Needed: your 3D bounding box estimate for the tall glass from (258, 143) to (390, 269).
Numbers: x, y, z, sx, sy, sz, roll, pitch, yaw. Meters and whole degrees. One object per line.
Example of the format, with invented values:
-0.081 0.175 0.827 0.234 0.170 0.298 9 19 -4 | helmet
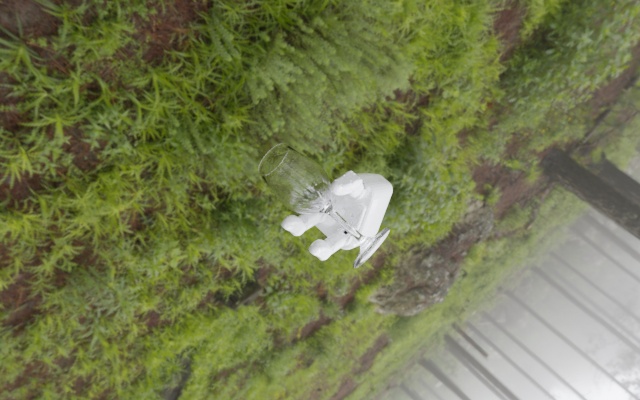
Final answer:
0.001 0.003 0.683 0.201 0.079 0.079 42 15 17 | tall glass
